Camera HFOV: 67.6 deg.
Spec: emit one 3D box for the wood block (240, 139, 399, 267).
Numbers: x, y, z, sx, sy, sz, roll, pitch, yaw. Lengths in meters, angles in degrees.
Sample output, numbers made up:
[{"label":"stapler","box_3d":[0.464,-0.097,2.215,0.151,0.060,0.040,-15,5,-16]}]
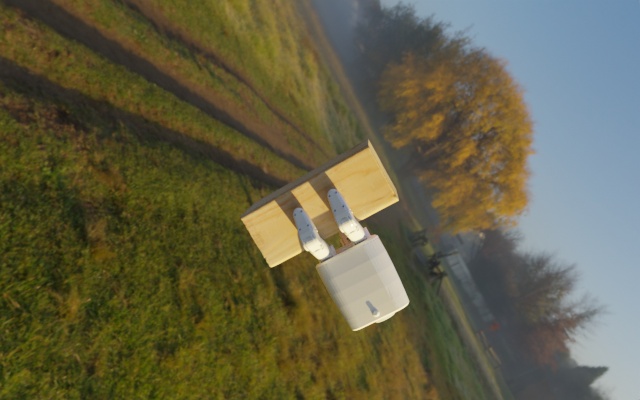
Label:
[{"label":"wood block","box_3d":[0.000,0.003,0.700,0.206,0.090,0.091,-29,8,11]}]
